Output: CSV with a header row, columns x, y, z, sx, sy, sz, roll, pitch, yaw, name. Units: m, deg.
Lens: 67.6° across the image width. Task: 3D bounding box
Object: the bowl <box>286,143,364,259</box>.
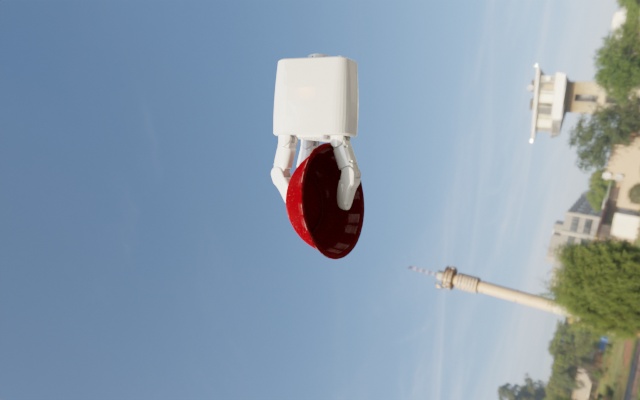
x,y,z,sx,sy,sz,roll,pitch,yaw,name
0.000,0.004,0.673,0.055,0.162,0.162,-5,-3,34,bowl
